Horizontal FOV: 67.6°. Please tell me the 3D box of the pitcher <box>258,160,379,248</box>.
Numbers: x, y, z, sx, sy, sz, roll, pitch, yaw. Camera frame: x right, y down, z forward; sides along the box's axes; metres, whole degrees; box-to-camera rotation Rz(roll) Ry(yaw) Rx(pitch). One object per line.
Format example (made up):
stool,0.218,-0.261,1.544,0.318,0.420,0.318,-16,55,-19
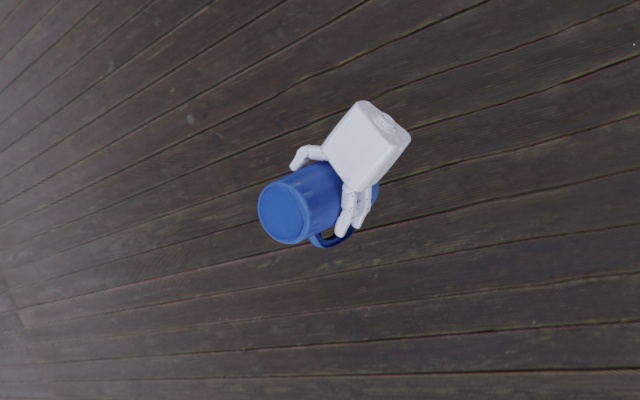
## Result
pitcher,0.000,0.003,0.876,0.145,0.149,0.242,-50,-14,34
